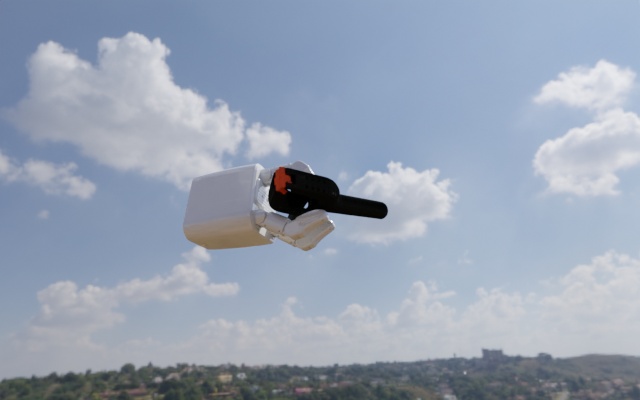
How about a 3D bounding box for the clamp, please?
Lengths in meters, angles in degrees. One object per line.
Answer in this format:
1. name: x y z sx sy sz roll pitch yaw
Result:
1. clamp: 0.000 0.001 0.650 0.164 0.036 0.210 -10 -20 12
